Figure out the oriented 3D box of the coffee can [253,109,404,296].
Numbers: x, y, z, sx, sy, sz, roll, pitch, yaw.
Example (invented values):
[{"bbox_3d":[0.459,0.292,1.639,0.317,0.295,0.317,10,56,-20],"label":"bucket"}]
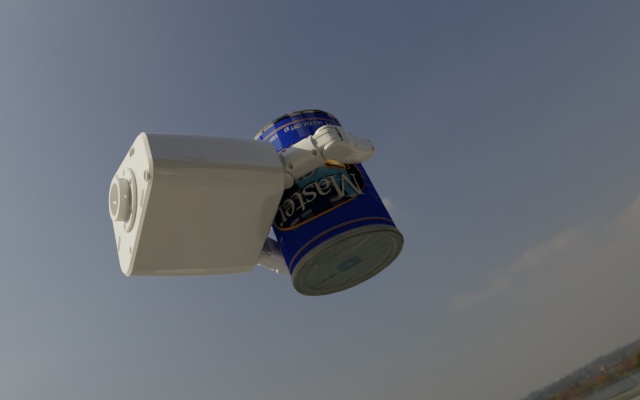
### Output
[{"bbox_3d":[0.000,0.002,0.442,0.103,0.140,0.103,-18,-32,-11],"label":"coffee can"}]
